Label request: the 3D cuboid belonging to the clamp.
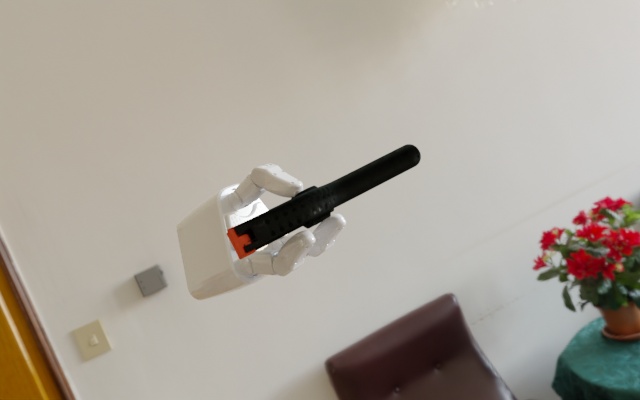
[{"bbox_3d":[-0.001,0.001,0.482,0.164,0.036,0.210,-31,-5,40],"label":"clamp"}]
